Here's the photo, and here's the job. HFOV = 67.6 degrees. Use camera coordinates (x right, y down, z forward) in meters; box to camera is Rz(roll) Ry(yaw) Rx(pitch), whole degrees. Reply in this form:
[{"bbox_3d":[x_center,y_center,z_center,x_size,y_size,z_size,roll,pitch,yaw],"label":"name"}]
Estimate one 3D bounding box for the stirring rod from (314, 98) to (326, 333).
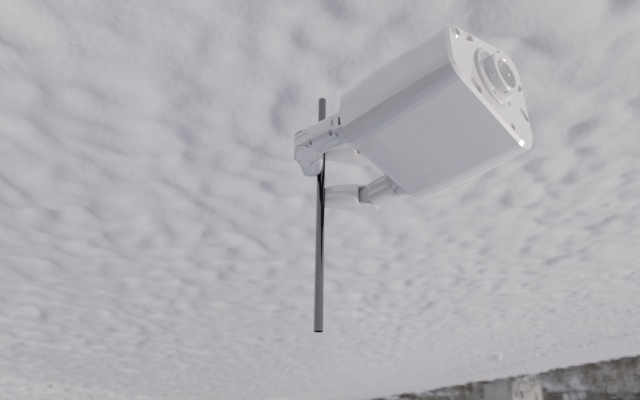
[{"bbox_3d":[0.000,0.001,0.450,0.011,0.239,0.011,1,-27,0],"label":"stirring rod"}]
